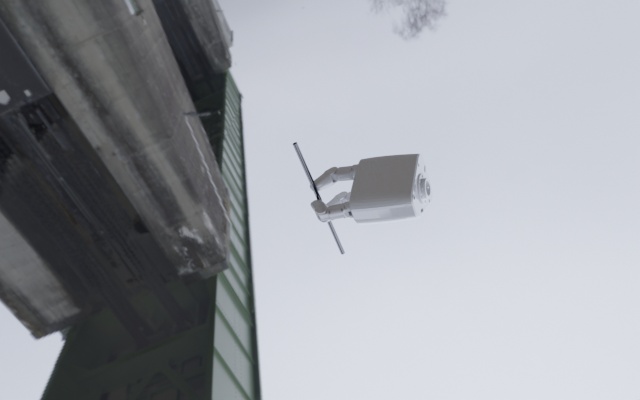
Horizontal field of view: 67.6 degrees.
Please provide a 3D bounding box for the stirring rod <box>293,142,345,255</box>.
[{"bbox_3d":[0.000,0.003,0.840,0.011,0.240,0.011,-18,30,10],"label":"stirring rod"}]
